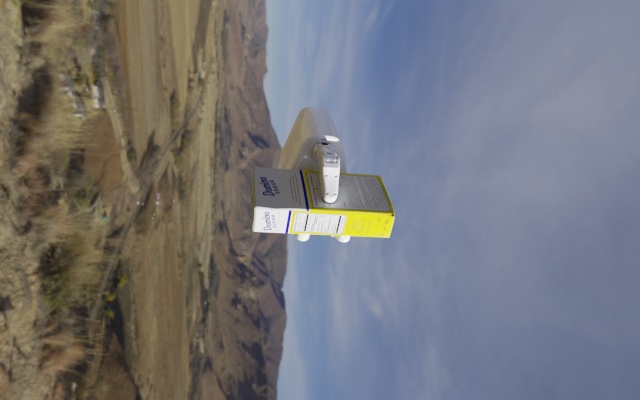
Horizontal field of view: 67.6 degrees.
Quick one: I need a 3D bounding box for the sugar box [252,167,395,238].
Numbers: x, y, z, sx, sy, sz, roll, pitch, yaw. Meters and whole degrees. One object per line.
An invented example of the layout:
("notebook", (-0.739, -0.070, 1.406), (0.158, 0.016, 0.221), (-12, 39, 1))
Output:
("sugar box", (0.000, 0.002, 0.619), (0.176, 0.048, 0.093), (2, 35, -10))
